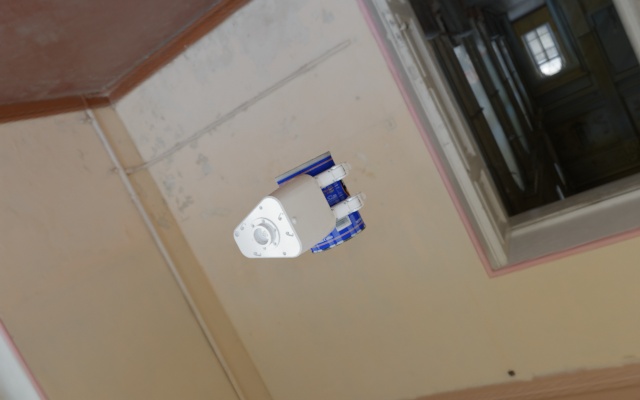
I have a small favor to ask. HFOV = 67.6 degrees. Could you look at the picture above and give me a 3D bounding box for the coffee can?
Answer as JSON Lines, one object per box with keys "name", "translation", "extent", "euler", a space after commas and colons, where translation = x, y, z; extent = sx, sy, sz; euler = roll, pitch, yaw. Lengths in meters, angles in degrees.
{"name": "coffee can", "translation": [0.000, 0.002, 0.797], "extent": [0.103, 0.140, 0.103], "euler": [-26, 5, 2]}
